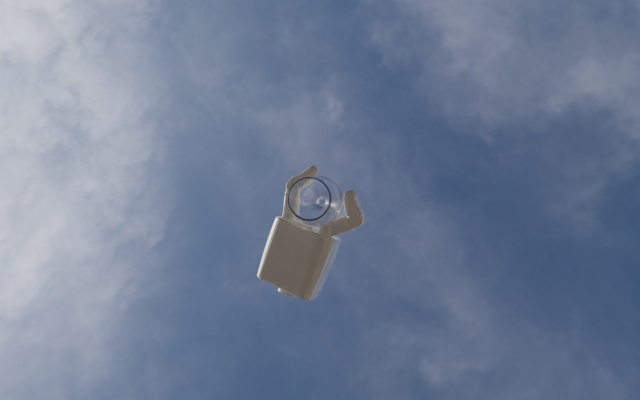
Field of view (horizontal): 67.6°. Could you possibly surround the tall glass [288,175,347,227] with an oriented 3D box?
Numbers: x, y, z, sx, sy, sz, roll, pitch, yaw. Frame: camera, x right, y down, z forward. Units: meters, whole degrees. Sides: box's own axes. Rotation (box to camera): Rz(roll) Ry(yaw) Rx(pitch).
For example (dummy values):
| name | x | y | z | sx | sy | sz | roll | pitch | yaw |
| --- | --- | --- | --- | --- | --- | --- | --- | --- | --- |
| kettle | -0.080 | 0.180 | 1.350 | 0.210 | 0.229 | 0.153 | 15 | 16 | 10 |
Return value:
| name | x | y | z | sx | sy | sz | roll | pitch | yaw |
| --- | --- | --- | --- | --- | --- | --- | --- | --- | --- |
| tall glass | 0.000 | 0.002 | 0.765 | 0.079 | 0.079 | 0.201 | 0 | -3 | 9 |
